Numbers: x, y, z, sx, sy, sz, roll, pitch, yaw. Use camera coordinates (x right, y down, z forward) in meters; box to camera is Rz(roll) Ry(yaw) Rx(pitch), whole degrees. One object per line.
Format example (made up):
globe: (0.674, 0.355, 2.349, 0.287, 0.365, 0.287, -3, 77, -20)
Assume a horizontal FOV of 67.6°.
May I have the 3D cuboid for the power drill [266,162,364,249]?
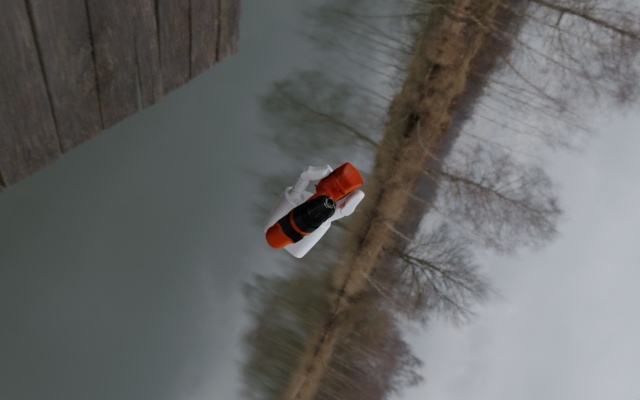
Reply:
power drill: (0.000, 0.003, 0.863, 0.184, 0.057, 0.187, -31, 7, 47)
